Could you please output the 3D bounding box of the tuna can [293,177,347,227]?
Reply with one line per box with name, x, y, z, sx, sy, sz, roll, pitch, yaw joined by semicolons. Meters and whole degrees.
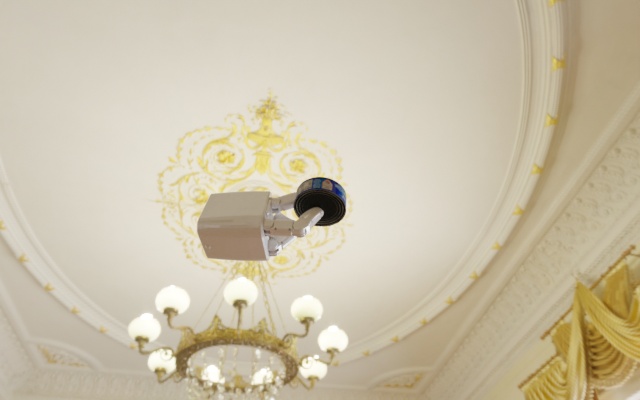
tuna can;0.000;0.002;0.780;0.086;0.033;0.086;4;-44;4
